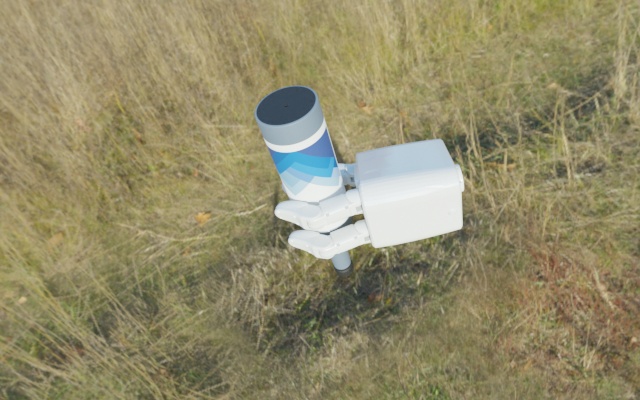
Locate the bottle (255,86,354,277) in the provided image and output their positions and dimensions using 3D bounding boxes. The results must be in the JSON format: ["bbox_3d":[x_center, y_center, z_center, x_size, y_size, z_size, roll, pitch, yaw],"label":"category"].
[{"bbox_3d":[0.000,0.002,0.581,0.069,0.069,0.296,0,-41,18],"label":"bottle"}]
